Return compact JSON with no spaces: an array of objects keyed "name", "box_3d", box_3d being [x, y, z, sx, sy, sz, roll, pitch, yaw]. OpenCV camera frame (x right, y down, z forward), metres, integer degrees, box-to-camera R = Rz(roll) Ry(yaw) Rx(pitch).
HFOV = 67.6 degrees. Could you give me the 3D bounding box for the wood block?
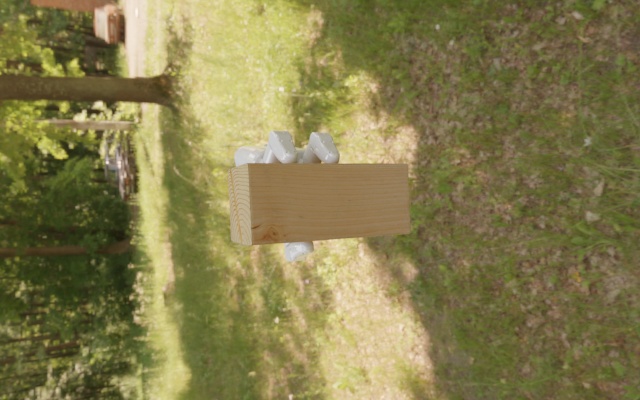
[{"name":"wood block","box_3d":[0.000,0.002,0.589,0.206,0.091,0.090,-2,0,-25]}]
